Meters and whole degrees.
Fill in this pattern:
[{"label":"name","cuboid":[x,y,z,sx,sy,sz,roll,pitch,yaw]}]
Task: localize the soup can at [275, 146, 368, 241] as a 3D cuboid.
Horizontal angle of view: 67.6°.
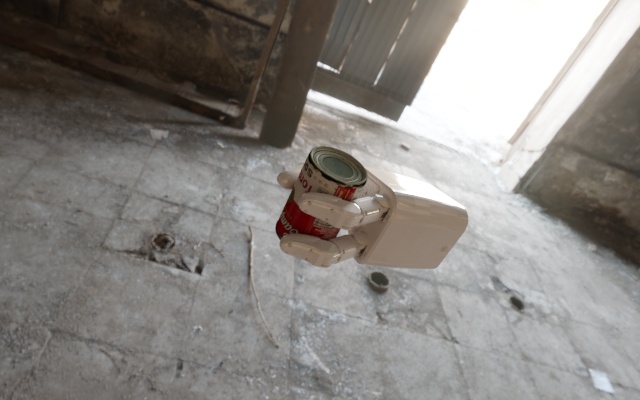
[{"label":"soup can","cuboid":[0.000,0.001,0.512,0.068,0.102,0.068,19,33,-13]}]
